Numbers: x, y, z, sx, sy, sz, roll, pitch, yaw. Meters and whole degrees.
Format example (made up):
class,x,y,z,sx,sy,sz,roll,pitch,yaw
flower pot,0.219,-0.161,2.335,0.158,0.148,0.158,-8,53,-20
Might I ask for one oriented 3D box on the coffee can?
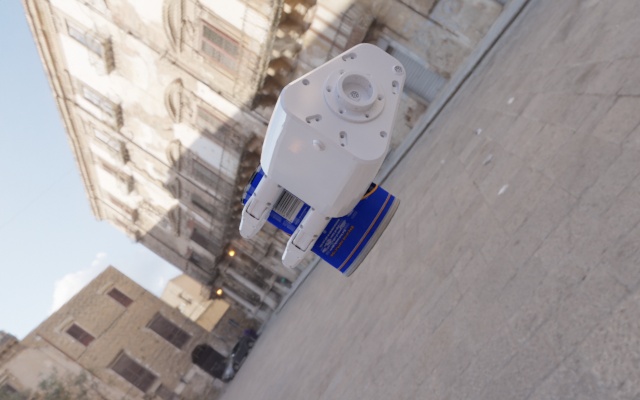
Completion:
class,x,y,z,sx,sy,sz,roll,pitch,yaw
coffee can,0.000,0.002,0.520,0.140,0.103,0.103,34,1,2
